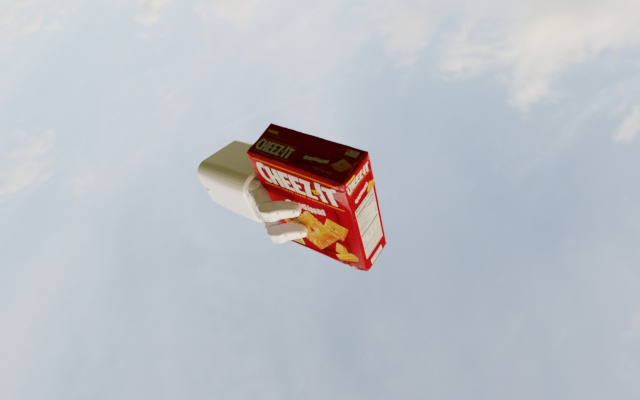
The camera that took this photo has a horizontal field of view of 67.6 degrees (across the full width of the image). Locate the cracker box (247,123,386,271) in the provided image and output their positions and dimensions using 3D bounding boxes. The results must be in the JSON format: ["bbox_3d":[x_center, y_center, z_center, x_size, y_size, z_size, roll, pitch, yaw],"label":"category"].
[{"bbox_3d":[0.000,0.002,0.708,0.164,0.072,0.214,20,-30,28],"label":"cracker box"}]
